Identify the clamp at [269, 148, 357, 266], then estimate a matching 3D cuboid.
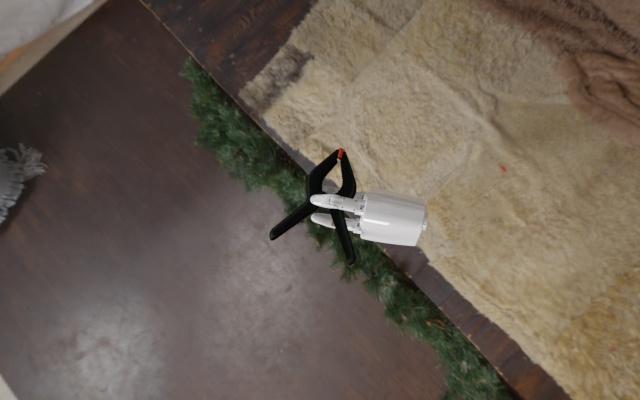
[{"bbox_3d":[0.000,0.002,0.884,0.164,0.210,0.036,10,-8,7],"label":"clamp"}]
